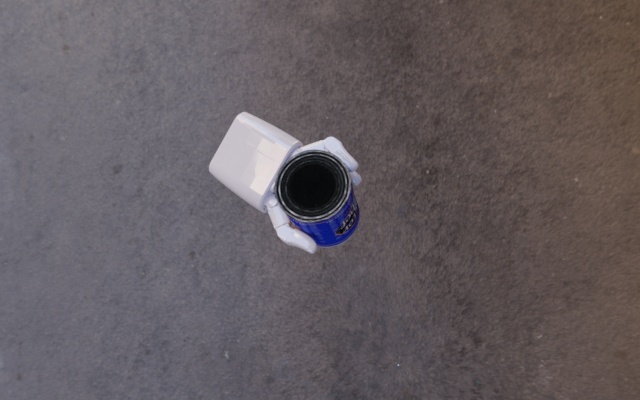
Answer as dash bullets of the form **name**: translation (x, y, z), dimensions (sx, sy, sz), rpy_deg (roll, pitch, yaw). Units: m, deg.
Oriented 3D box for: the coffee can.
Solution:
- **coffee can**: translation (0.000, 0.002, 0.685), dimensions (0.103, 0.102, 0.140), rpy_deg (0, -19, 9)
